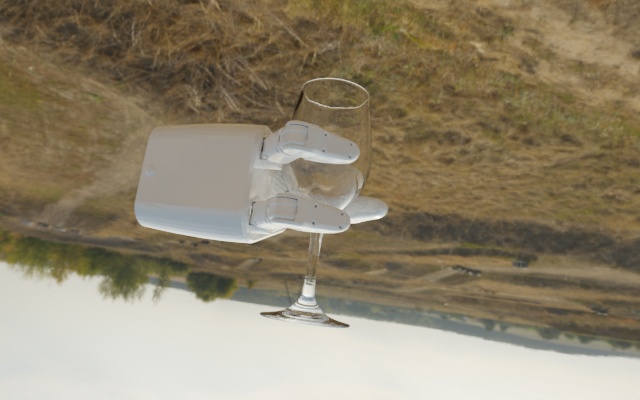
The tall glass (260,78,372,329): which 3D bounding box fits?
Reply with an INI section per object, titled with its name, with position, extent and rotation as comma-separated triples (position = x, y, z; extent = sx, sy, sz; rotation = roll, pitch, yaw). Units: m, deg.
[tall glass]
position = 0.000, 0.002, 0.407
extent = 0.079, 0.201, 0.079
rotation = 8, -11, 2
